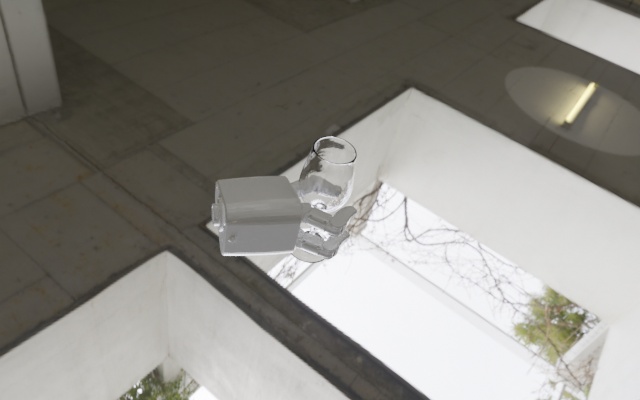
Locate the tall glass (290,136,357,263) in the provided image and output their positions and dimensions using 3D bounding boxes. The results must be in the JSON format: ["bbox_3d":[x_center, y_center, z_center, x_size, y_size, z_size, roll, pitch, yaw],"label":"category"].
[{"bbox_3d":[0.000,0.003,0.715,0.079,0.201,0.079,9,42,-8],"label":"tall glass"}]
